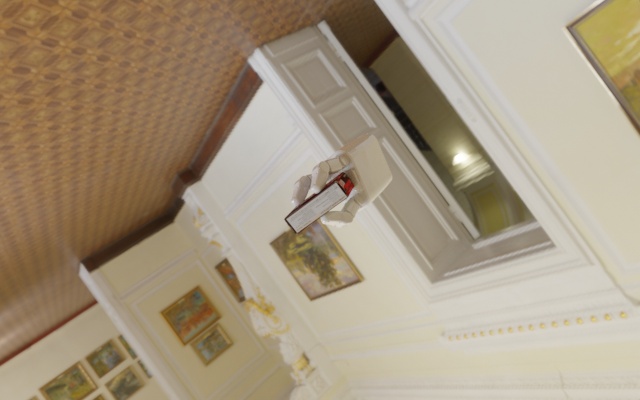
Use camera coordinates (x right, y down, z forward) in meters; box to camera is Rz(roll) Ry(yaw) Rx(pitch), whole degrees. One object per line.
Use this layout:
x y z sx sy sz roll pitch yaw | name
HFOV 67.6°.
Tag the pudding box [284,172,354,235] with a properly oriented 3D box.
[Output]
0.000 0.003 0.807 0.113 0.039 0.090 -38 3 16 | pudding box
